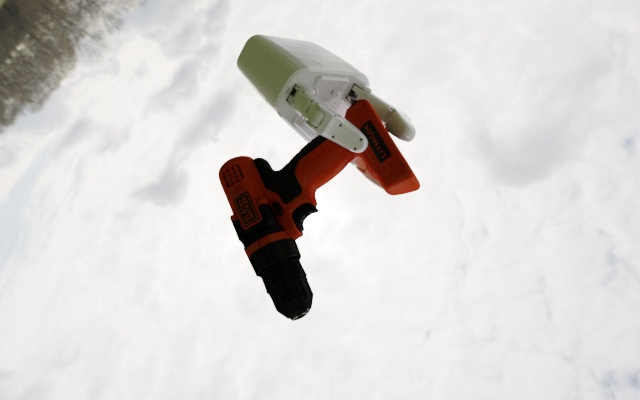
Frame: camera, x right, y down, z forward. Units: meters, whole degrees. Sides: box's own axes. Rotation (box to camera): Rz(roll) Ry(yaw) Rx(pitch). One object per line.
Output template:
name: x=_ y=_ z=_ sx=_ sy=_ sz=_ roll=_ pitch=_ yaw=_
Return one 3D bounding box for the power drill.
power drill: x=0.000 y=0.001 z=0.478 sx=0.187 sy=0.184 sz=0.057 roll=-30 pitch=-19 yaw=10
